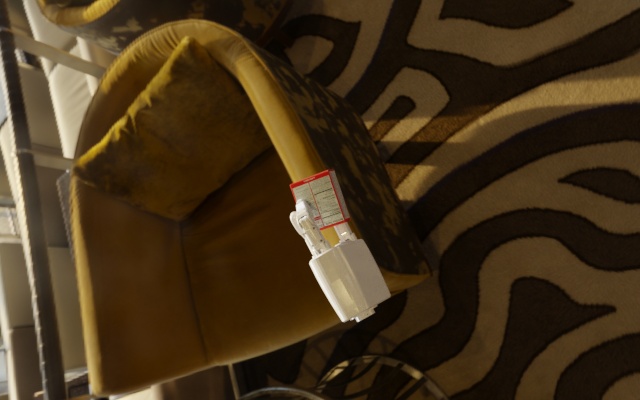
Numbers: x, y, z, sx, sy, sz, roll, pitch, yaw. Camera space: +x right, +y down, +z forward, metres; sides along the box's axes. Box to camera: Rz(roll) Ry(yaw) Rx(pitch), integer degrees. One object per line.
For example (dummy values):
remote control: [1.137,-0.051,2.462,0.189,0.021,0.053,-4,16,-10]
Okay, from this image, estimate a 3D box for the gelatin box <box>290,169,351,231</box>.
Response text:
gelatin box: [0.000,0.002,0.777,0.073,0.089,0.030,-20,-1,24]
